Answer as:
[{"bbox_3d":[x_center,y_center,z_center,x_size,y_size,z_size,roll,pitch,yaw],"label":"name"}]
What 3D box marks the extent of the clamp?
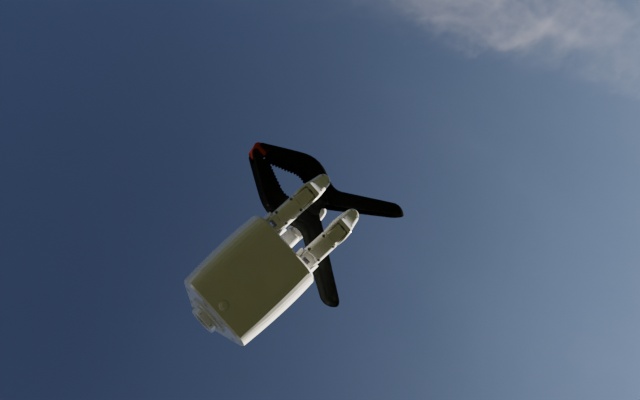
[{"bbox_3d":[-0.001,0.002,0.594,0.164,0.210,0.036,-42,3,-27],"label":"clamp"}]
